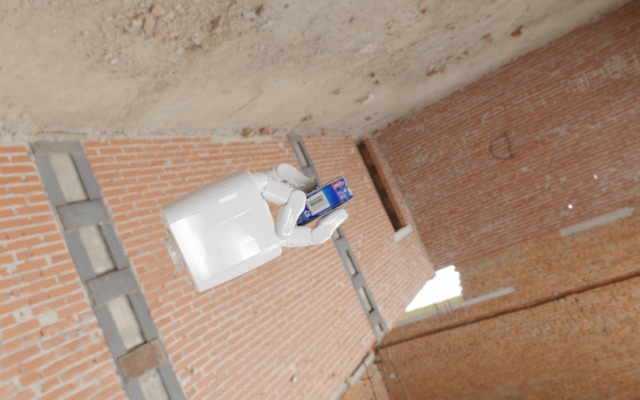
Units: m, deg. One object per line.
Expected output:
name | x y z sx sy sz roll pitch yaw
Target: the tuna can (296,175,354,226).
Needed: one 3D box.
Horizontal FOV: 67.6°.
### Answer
tuna can | 0.000 0.003 0.629 0.086 0.034 0.086 -29 -1 -1
